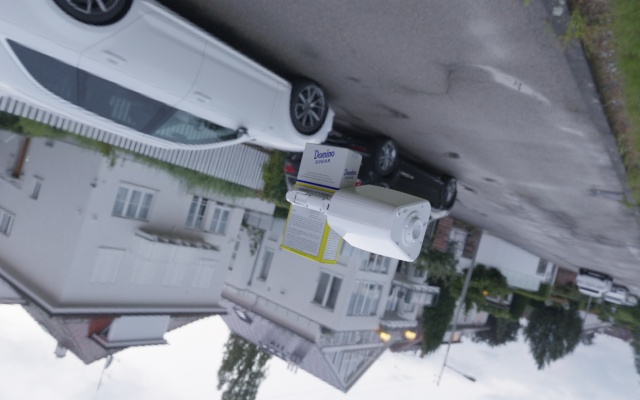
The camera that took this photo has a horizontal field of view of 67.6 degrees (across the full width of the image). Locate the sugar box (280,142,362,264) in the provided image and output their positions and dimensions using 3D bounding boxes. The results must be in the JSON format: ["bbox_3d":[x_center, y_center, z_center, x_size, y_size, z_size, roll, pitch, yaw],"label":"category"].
[{"bbox_3d":[0.001,0.003,0.749,0.093,0.176,0.048,15,-1,41],"label":"sugar box"}]
